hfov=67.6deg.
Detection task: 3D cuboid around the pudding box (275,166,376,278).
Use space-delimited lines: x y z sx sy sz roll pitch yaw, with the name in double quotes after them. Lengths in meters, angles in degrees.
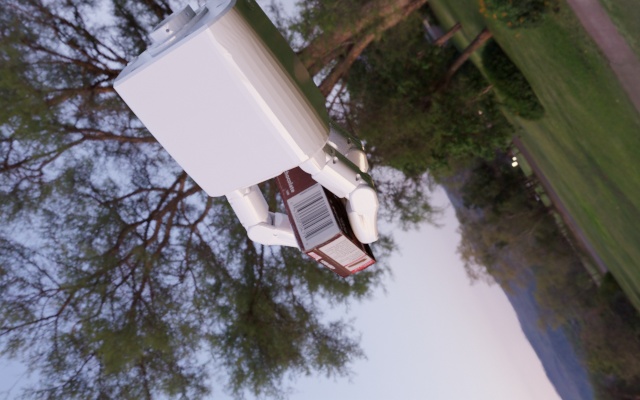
0.000 0.001 0.407 0.039 0.113 0.090 -27 -29 13 "pudding box"
